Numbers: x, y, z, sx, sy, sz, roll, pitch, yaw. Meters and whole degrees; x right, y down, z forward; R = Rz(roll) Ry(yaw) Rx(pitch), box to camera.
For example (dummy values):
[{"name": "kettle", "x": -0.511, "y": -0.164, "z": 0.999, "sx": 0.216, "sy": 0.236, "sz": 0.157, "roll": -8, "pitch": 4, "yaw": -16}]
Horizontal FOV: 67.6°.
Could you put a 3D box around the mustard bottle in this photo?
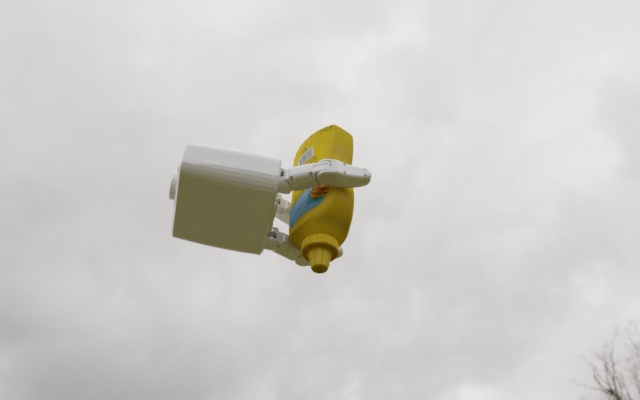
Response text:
[{"name": "mustard bottle", "x": 0.000, "y": 0.002, "z": 0.565, "sx": 0.058, "sy": 0.191, "sz": 0.096, "roll": 29, "pitch": -49, "yaw": -26}]
